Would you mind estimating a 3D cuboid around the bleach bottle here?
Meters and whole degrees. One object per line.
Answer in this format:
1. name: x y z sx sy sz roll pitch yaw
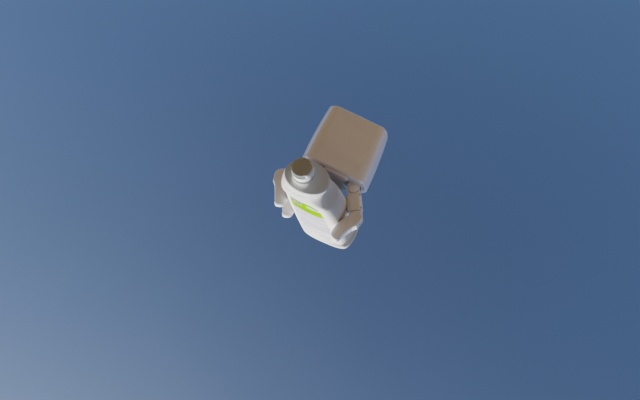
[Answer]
1. bleach bottle: 0.000 0.002 0.750 0.102 0.068 0.251 21 -16 15
